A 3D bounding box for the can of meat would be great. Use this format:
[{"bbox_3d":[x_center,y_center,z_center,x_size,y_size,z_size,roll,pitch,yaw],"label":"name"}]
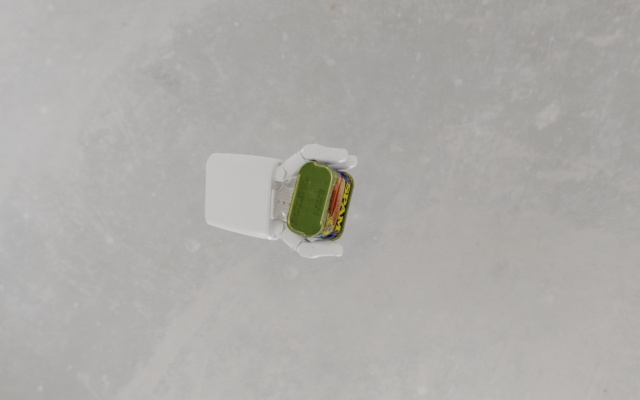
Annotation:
[{"bbox_3d":[0.000,0.002,0.642,0.057,0.102,0.084,13,-2,21],"label":"can of meat"}]
